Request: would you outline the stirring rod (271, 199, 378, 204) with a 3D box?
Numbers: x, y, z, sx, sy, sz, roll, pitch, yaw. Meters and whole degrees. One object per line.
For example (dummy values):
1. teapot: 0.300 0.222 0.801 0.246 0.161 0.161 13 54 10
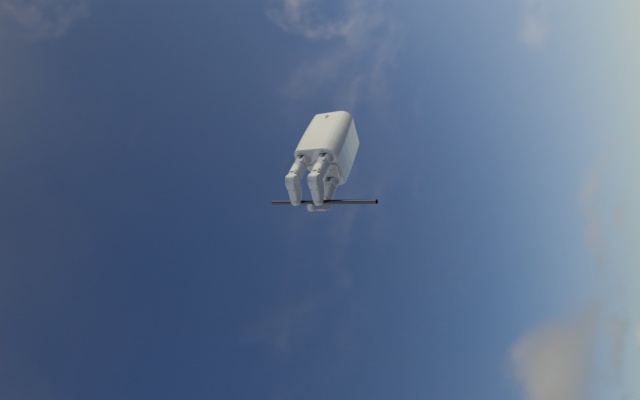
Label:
1. stirring rod: 0.000 0.003 0.887 0.239 0.011 0.011 -1 0 37
